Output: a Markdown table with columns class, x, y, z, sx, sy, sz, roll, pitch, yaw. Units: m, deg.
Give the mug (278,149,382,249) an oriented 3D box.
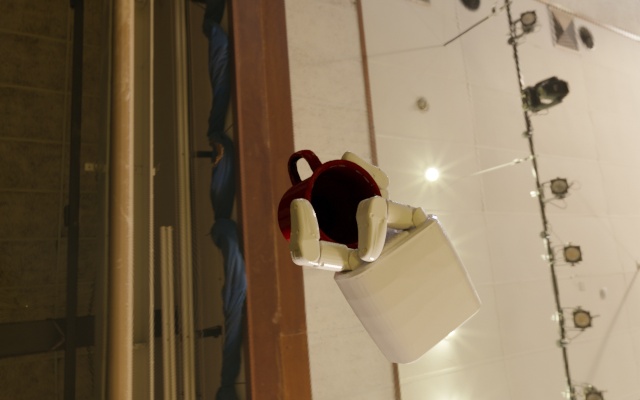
| class | x | y | z | sx | sy | sz | roll | pitch | yaw |
| --- | --- | --- | --- | --- | --- | --- | --- | --- | --- |
| mug | -0.001 | 0.000 | 0.505 | 0.093 | 0.117 | 0.081 | -34 | 6 | -32 |
